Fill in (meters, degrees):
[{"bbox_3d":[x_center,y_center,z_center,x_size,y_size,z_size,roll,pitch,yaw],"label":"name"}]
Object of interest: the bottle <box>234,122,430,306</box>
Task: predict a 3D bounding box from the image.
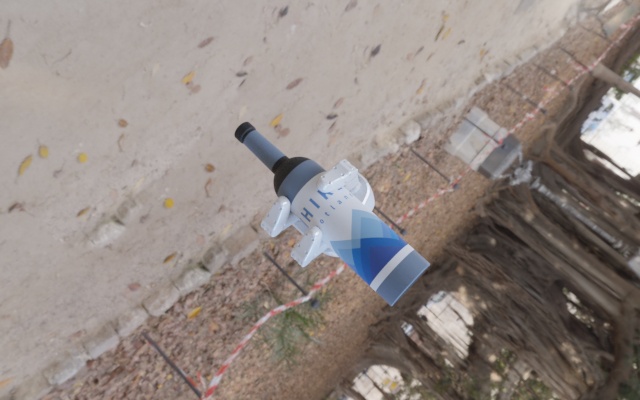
[{"bbox_3d":[0.000,0.002,0.589,0.295,0.069,0.069,43,14,16],"label":"bottle"}]
